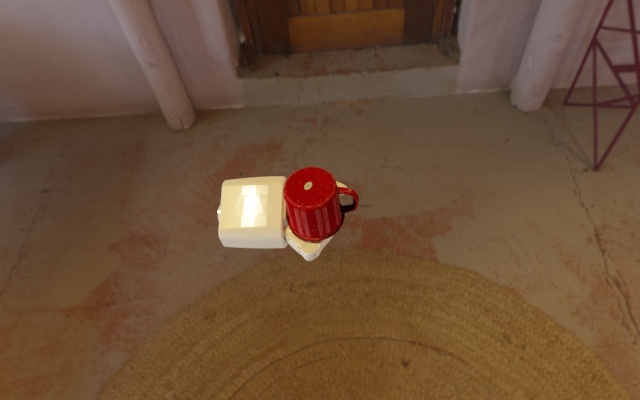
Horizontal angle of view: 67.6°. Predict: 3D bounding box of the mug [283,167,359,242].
[{"bbox_3d":[0.002,0.002,0.733,0.117,0.093,0.082,-2,-36,6],"label":"mug"}]
